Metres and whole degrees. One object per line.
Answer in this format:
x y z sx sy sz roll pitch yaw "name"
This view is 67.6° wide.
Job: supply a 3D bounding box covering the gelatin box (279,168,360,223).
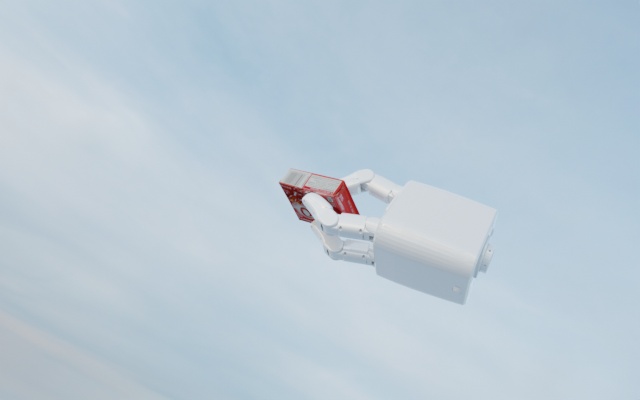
0.000 0.002 0.592 0.089 0.030 0.073 15 -34 36 "gelatin box"
